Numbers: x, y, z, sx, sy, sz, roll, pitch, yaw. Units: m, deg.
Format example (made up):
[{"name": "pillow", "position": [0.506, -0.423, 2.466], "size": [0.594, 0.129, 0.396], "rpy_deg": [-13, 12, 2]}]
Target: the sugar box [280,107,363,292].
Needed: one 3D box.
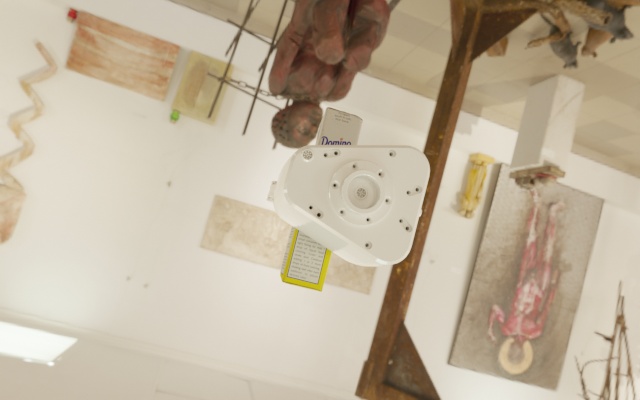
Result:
[{"name": "sugar box", "position": [0.001, 0.002, 0.500], "size": [0.048, 0.176, 0.093], "rpy_deg": [17, -7, -4]}]
